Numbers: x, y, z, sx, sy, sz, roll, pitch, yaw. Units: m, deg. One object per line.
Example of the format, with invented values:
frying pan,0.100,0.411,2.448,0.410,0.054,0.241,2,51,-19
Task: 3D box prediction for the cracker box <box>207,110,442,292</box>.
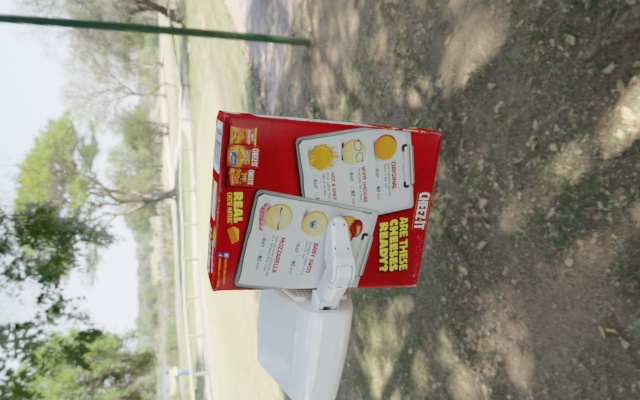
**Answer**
cracker box,0.000,0.002,0.478,0.214,0.164,0.072,2,14,-19
